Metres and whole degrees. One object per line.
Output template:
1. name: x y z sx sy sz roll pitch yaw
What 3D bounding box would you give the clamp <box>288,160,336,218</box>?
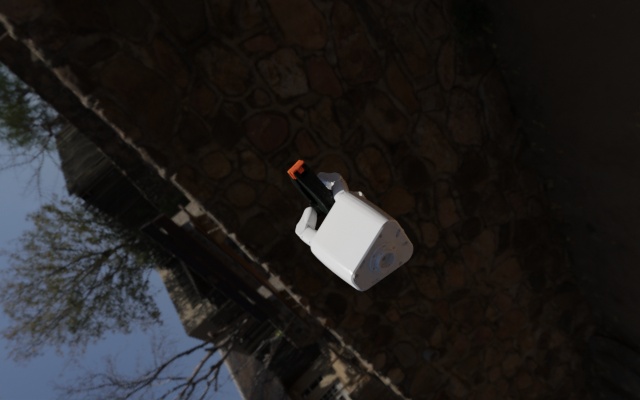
1. clamp: -0.001 0.003 0.815 0.164 0.036 0.210 32 -14 49
